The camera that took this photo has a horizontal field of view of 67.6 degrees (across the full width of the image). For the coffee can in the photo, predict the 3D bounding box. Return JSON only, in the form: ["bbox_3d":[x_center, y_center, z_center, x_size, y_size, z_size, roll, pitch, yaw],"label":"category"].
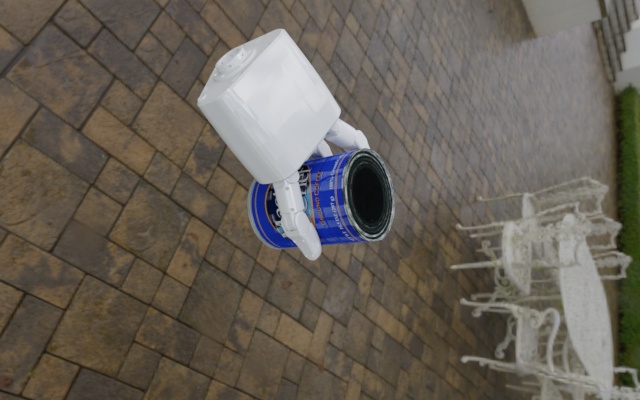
[{"bbox_3d":[0.000,0.002,0.556,0.140,0.103,0.103,-8,-5,37],"label":"coffee can"}]
